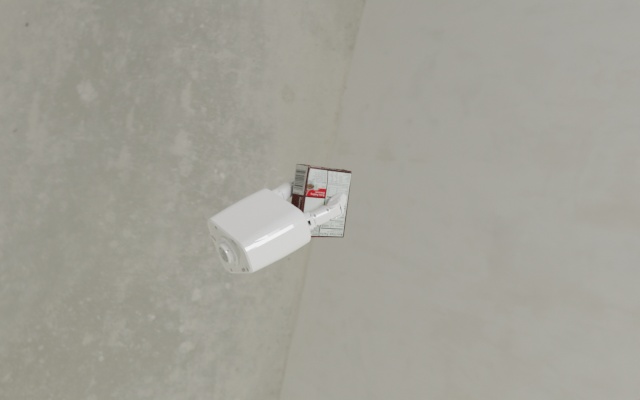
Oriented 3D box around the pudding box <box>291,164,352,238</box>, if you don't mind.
[{"bbox_3d":[0.000,0.003,0.763,0.090,0.113,0.039,5,7,-37],"label":"pudding box"}]
